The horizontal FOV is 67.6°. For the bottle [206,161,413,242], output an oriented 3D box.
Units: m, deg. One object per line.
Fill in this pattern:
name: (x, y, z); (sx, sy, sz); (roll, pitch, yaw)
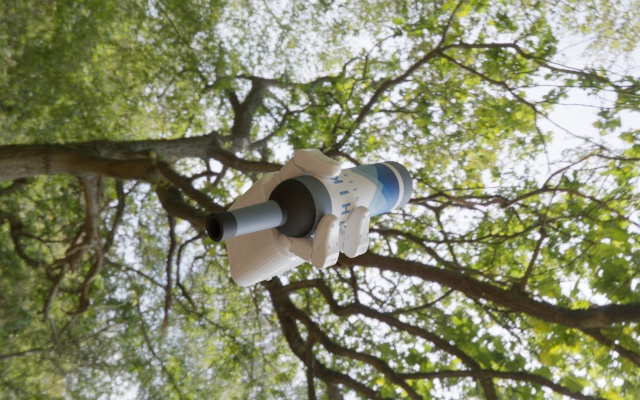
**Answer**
bottle: (0.000, 0.002, 0.544); (0.069, 0.069, 0.295); (0, 9, 42)
